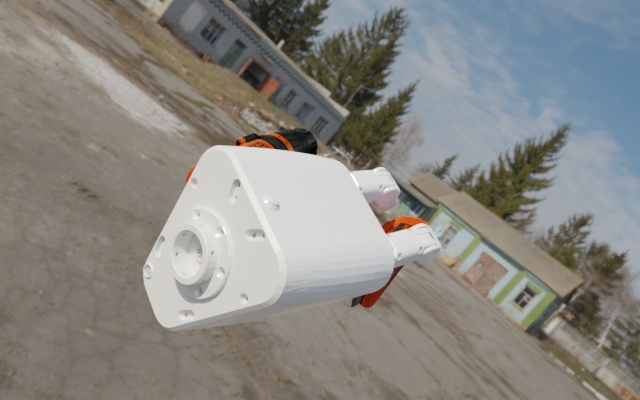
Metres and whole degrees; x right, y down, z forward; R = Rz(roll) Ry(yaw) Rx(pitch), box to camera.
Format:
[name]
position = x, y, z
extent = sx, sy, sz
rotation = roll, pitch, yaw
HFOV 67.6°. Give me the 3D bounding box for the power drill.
[power drill]
position = 0.000, 0.002, 0.437
extent = 0.187, 0.057, 0.184
rotation = 32, 32, 14
